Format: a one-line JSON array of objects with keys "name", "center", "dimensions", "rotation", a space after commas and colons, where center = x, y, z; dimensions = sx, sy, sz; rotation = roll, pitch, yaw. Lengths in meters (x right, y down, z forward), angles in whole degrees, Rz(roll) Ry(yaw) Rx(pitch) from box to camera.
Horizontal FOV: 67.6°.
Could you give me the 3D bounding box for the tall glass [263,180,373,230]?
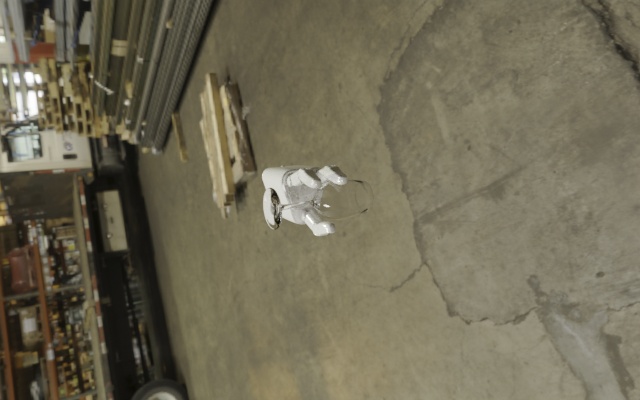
[{"name": "tall glass", "center": [0.000, 0.003, 0.884], "dimensions": [0.201, 0.079, 0.079], "rotation": [-8, 4, -30]}]
